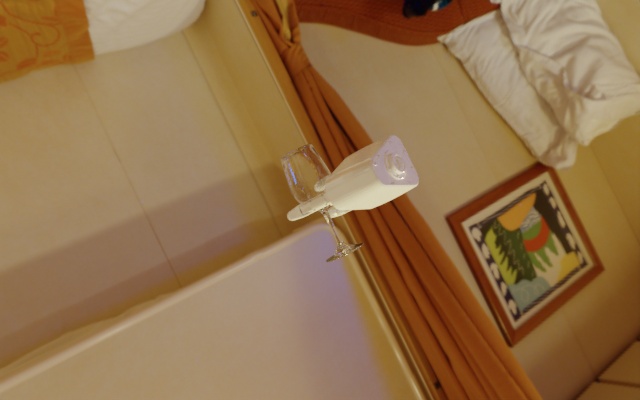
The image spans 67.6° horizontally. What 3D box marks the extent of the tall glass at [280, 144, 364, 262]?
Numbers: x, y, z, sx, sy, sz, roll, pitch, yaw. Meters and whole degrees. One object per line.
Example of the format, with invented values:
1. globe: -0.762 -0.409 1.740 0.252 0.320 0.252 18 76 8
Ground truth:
1. tall glass: 0.000 0.003 0.844 0.079 0.201 0.079 -26 0 0
